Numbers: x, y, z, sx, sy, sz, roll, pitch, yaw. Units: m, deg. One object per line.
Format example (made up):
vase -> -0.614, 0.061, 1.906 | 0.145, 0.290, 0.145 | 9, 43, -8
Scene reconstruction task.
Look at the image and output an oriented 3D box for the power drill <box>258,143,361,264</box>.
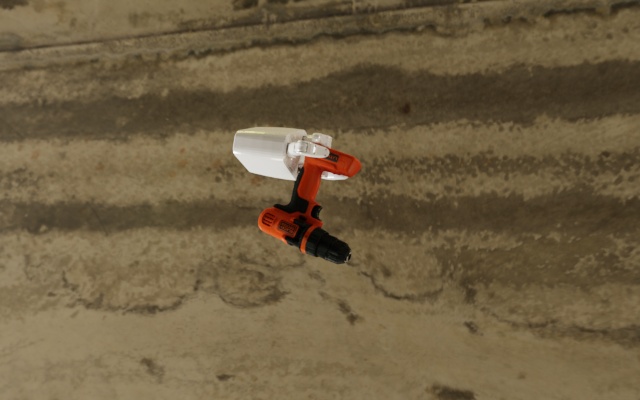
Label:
power drill -> 0.000, 0.002, 0.845 | 0.184, 0.187, 0.057 | 23, -9, 22
